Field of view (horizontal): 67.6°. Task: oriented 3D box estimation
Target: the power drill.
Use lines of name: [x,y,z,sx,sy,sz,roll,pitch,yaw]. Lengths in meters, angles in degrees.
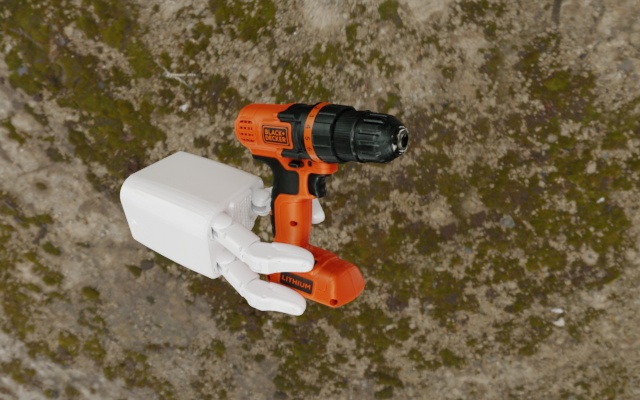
power drill: [0.000,0.002,0.451,0.184,0.188,0.057,13,25,40]
